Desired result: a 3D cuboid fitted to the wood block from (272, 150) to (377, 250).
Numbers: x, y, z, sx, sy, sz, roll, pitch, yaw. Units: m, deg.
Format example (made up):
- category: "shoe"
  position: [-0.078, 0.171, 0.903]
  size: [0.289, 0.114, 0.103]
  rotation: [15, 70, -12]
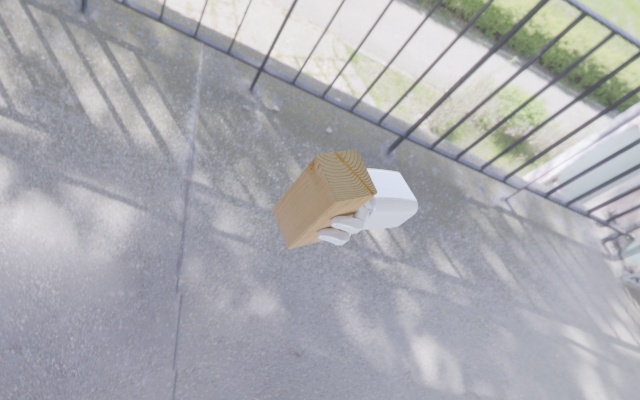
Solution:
- category: "wood block"
  position: [0.000, 0.002, 0.868]
  size: [0.090, 0.090, 0.206]
  rotation: [-11, -21, -33]
